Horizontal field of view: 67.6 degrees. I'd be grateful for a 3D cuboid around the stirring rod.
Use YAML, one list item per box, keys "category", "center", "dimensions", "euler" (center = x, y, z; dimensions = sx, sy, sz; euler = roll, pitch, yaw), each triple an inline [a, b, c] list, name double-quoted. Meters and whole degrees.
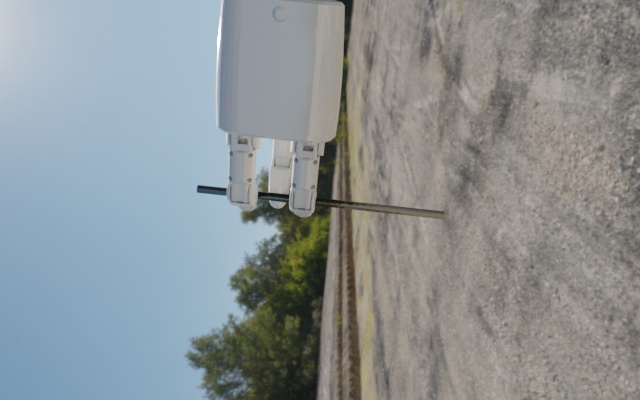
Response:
- category: "stirring rod"
  center: [0.000, 0.001, 0.465]
  dimensions: [0.239, 0.011, 0.011]
  euler: [6, 0, 0]
